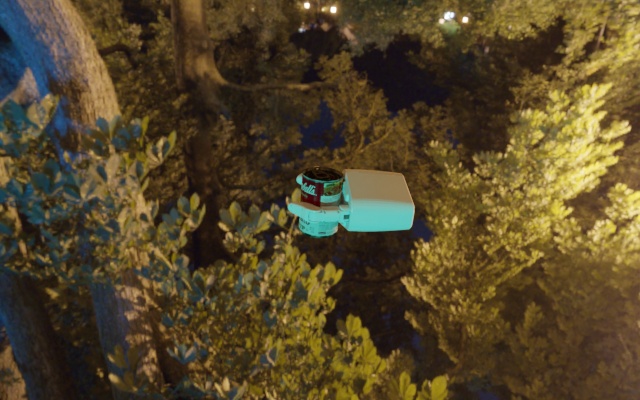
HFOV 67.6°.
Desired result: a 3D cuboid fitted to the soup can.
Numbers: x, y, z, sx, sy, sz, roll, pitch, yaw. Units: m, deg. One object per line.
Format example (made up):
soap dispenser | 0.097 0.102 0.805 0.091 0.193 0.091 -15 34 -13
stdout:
soup can | 0.000 0.003 0.796 0.068 0.102 0.068 4 23 -2
